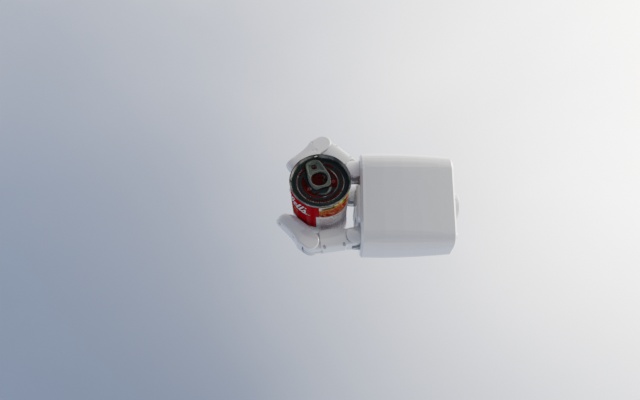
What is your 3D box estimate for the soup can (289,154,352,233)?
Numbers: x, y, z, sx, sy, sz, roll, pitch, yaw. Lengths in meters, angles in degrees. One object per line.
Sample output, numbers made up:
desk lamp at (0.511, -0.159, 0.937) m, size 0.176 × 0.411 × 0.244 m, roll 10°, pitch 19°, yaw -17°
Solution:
soup can at (0.000, 0.002, 0.559) m, size 0.068 × 0.068 × 0.102 m, roll 0°, pitch -29°, yaw 0°
